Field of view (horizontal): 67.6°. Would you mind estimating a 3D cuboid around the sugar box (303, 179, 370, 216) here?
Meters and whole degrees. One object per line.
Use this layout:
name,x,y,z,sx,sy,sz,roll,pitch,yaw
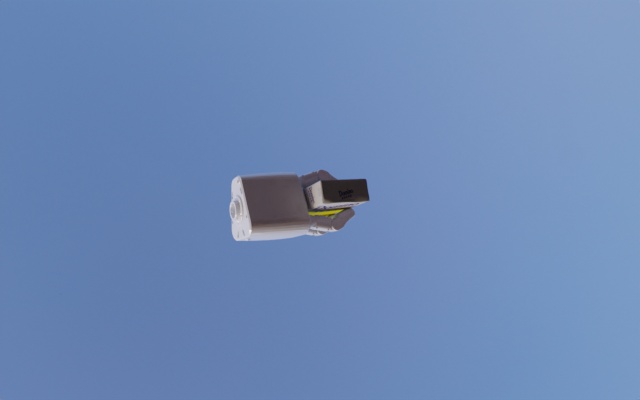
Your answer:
sugar box,0.000,0.003,0.853,0.093,0.048,0.176,-3,-8,-29
